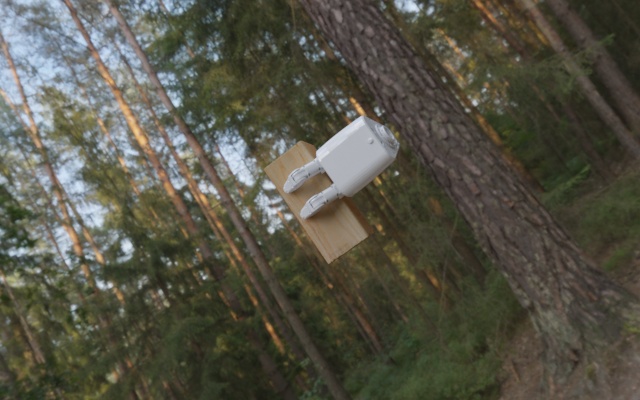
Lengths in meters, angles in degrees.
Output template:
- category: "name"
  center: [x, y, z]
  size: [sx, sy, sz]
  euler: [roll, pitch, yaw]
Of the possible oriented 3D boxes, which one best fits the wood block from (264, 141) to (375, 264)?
- category: "wood block"
  center: [0.000, 0.003, 0.877]
  size: [0.090, 0.206, 0.091]
  euler: [-36, -8, 12]
